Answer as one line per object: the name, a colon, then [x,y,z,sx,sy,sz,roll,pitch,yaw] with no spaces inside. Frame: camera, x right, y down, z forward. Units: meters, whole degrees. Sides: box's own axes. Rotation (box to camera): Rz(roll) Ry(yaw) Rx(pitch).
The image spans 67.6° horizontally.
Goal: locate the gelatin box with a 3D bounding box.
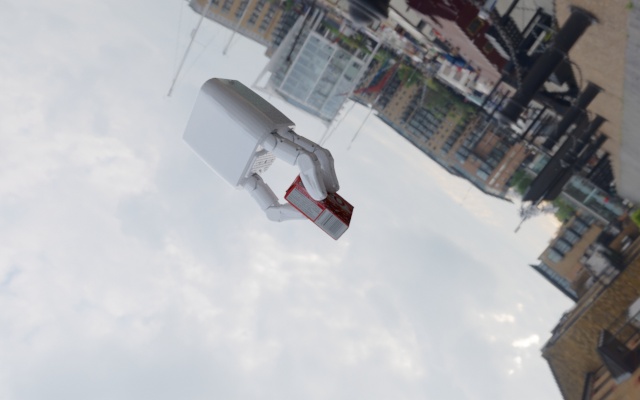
gelatin box: [0.000,0.003,0.618,0.089,0.030,0.073,40,20,-5]
